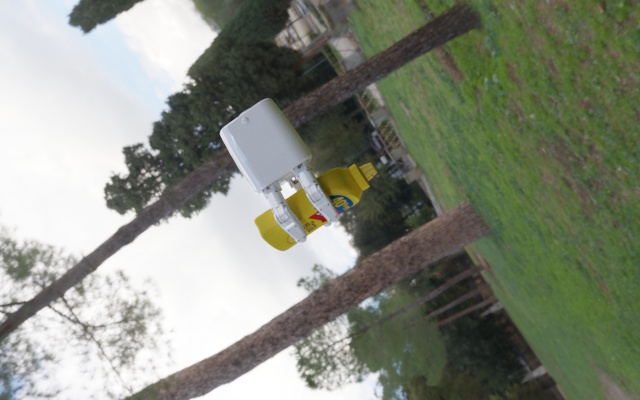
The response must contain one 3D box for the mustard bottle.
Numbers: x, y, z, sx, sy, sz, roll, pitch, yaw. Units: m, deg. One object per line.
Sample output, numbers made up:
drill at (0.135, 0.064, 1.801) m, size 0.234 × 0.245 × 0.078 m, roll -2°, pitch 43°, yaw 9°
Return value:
mustard bottle at (0.000, 0.003, 0.719) m, size 0.191 × 0.058 × 0.096 m, roll -34°, pitch -27°, yaw 8°
